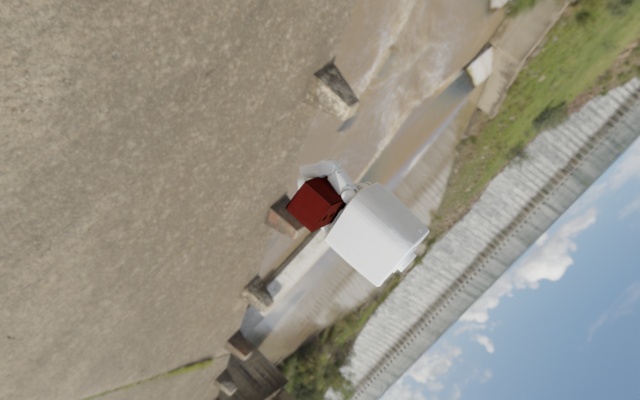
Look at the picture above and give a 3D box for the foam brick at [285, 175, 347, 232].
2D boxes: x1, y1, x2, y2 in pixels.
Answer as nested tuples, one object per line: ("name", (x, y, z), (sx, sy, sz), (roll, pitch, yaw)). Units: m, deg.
("foam brick", (0.000, 0.002, 0.672), (0.051, 0.053, 0.078), (44, 26, 13))
